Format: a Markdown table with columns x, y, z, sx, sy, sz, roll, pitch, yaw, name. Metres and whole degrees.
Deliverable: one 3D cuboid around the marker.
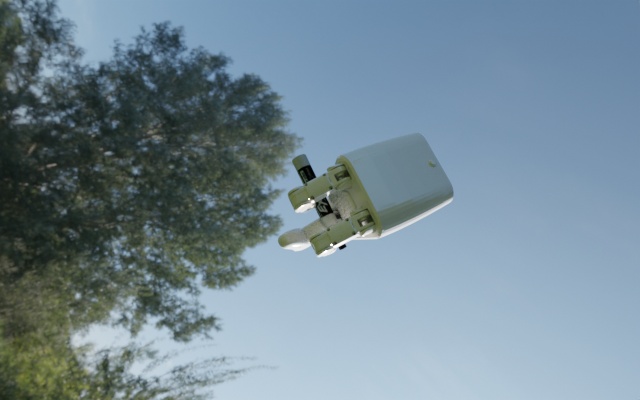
| x | y | z | sx | sy | sz | roll | pitch | yaw | name |
| --- | --- | --- | --- | --- | --- | --- | --- | --- | --- |
| 0.000 | 0.002 | 0.558 | 0.020 | 0.121 | 0.020 | -25 | -12 | -6 | marker |
